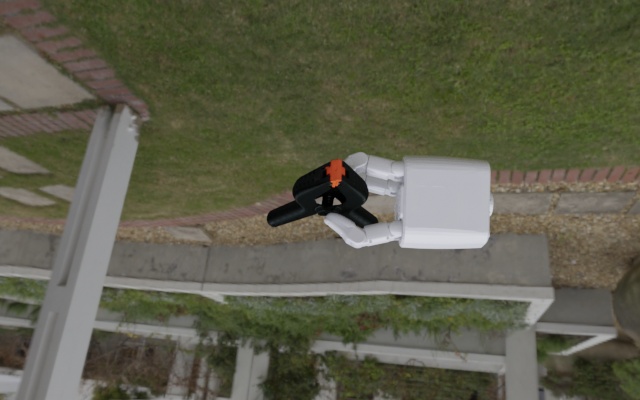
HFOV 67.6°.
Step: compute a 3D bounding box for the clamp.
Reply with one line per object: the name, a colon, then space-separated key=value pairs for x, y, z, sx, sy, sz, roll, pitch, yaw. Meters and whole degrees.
clamp: x=0.000 y=0.003 z=0.626 sx=0.164 sy=0.036 sz=0.210 roll=0 pitch=-20 yaw=3
